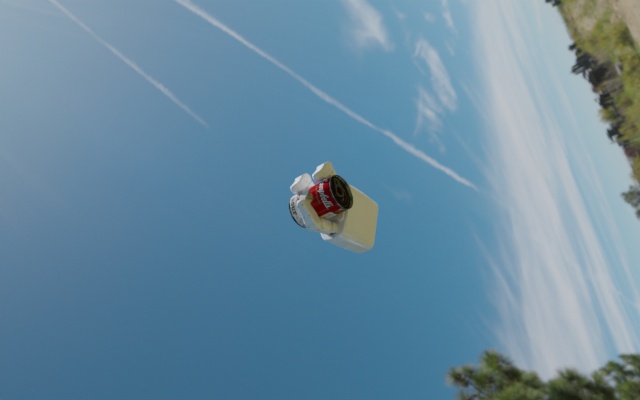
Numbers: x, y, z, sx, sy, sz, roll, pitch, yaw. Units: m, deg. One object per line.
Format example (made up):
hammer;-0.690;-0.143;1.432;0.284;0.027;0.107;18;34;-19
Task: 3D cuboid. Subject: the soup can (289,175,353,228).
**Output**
soup can;0.000;0.003;0.885;0.102;0.068;0.068;-26;-14;32
